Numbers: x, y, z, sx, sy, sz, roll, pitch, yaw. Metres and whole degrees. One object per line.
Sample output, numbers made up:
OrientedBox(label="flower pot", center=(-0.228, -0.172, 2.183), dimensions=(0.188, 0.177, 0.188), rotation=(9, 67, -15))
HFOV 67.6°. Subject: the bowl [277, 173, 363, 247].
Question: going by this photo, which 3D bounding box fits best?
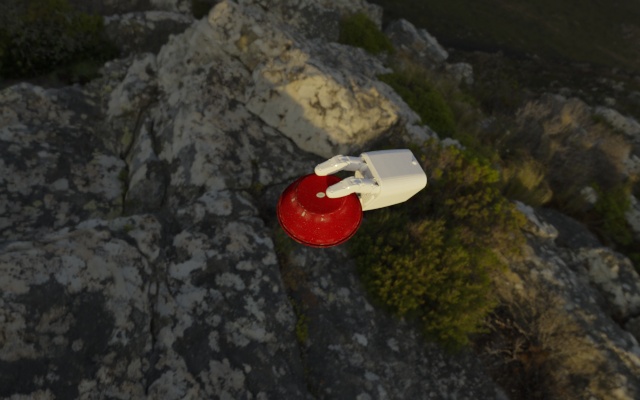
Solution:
OrientedBox(label="bowl", center=(-0.001, 0.003, 0.875), dimensions=(0.162, 0.162, 0.055), rotation=(0, -34, -3))
